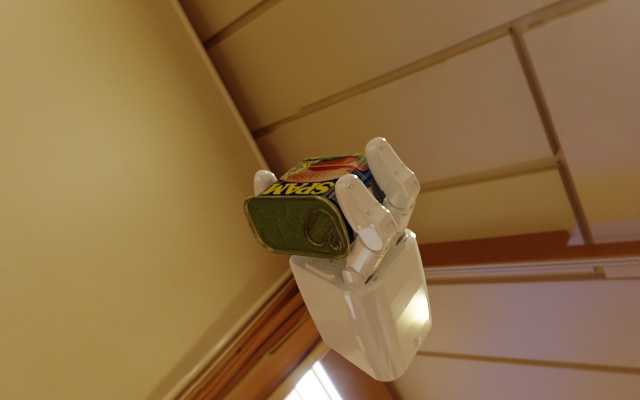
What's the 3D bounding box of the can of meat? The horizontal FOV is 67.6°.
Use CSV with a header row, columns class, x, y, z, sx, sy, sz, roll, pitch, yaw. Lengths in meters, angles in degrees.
class,x,y,z,sx,sy,sz,roll,pitch,yaw
can of meat,0.000,0.001,0.413,0.102,0.057,0.084,0,30,39
